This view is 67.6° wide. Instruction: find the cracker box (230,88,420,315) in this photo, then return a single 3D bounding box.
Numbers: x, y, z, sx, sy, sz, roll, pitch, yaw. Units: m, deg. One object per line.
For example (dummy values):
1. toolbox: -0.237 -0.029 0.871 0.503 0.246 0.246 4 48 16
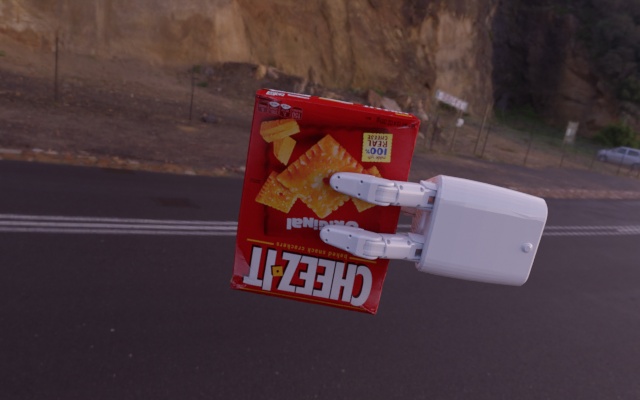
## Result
1. cracker box: 0.000 0.001 0.509 0.164 0.214 0.072 10 15 0
